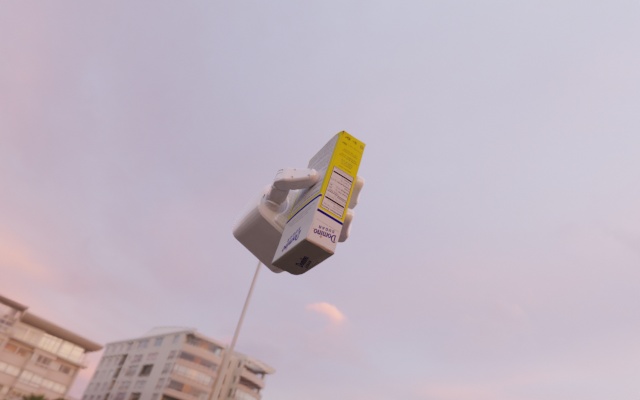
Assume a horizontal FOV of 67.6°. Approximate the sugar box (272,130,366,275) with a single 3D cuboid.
[{"bbox_3d":[0.001,0.002,0.605,0.048,0.176,0.093,28,-36,-18],"label":"sugar box"}]
